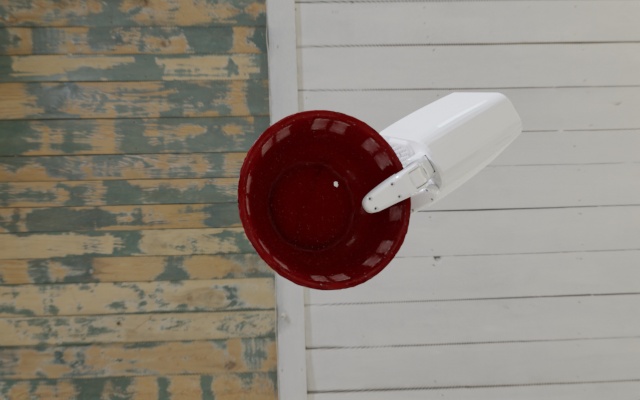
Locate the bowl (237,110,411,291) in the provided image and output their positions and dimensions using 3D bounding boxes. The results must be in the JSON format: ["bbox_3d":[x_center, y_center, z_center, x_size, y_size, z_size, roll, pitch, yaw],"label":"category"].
[{"bbox_3d":[-0.001,0.002,0.444,0.162,0.162,0.055,0,-9,-19],"label":"bowl"}]
